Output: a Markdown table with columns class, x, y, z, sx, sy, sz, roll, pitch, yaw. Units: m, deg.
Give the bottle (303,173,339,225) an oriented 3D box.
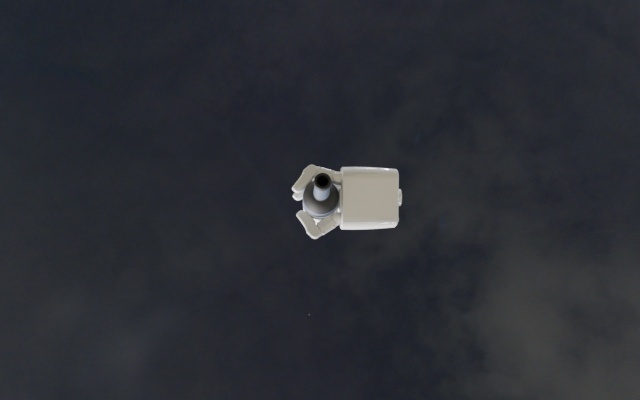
| class | x | y | z | sx | sy | sz | roll | pitch | yaw |
| --- | --- | --- | --- | --- | --- | --- | --- | --- | --- |
| bottle | 0.000 | 0.003 | 0.899 | 0.069 | 0.069 | 0.296 | 0 | -13 | -1 |
